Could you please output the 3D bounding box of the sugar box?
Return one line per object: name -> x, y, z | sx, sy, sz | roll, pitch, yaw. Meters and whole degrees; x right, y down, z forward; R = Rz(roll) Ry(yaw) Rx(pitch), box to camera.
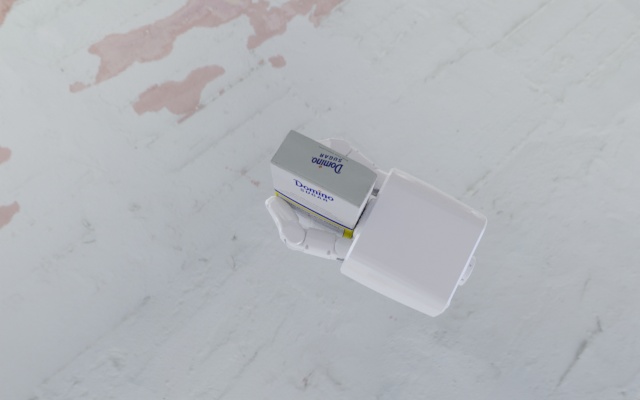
sugar box -> 0.000, 0.001, 0.502 | 0.093, 0.048, 0.176 | 28, -22, 7
